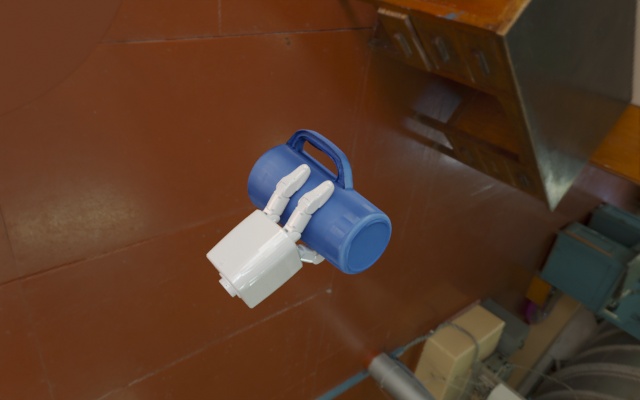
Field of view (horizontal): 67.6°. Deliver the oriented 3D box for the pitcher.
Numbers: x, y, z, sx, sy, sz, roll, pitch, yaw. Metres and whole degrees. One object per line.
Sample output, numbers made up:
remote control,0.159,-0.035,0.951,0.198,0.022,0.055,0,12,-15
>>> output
pitcher,0.000,0.003,0.779,0.145,0.149,0.242,-40,49,-16
